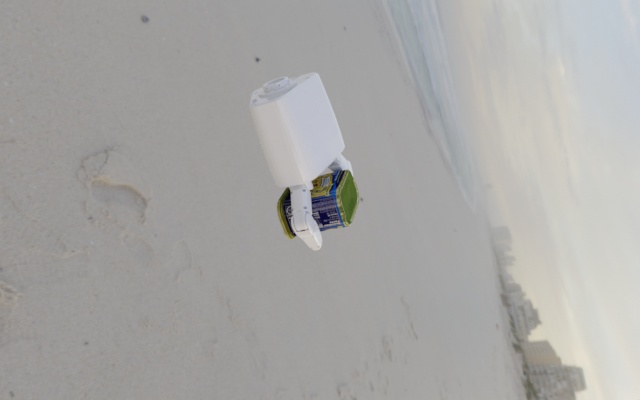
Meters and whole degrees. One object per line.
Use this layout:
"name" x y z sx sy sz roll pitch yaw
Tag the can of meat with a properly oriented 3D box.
"can of meat" 0.000 0.002 0.631 0.084 0.057 0.102 -12 22 18
